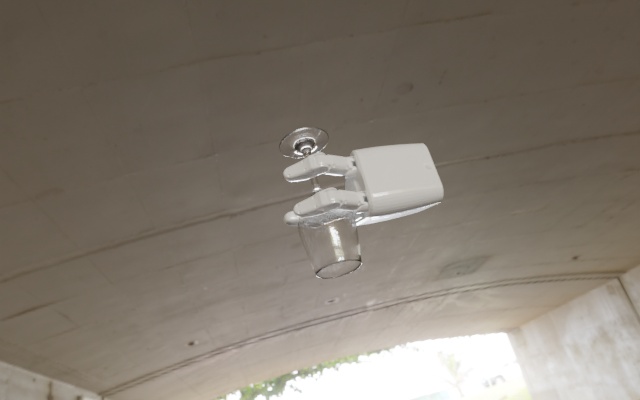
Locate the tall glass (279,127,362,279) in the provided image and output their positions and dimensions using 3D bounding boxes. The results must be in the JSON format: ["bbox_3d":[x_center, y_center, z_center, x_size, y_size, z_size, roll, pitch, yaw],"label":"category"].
[{"bbox_3d":[0.000,0.002,0.654,0.079,0.201,0.079,-12,-26,-6],"label":"tall glass"}]
